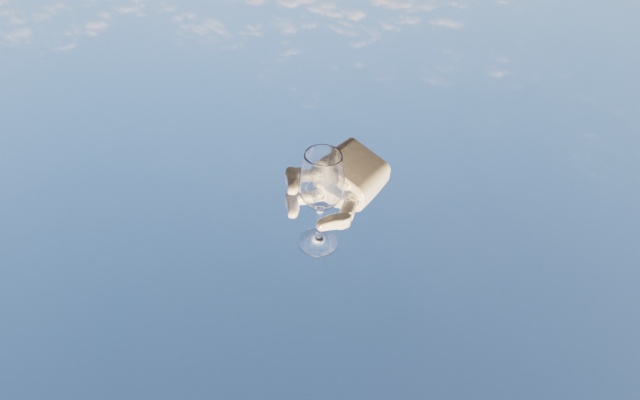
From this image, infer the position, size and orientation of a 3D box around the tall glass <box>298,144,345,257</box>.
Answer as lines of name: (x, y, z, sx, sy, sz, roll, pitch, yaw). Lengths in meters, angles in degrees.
tall glass: (0.000, 0.003, 0.820, 0.079, 0.201, 0.079, 2, 42, -2)
